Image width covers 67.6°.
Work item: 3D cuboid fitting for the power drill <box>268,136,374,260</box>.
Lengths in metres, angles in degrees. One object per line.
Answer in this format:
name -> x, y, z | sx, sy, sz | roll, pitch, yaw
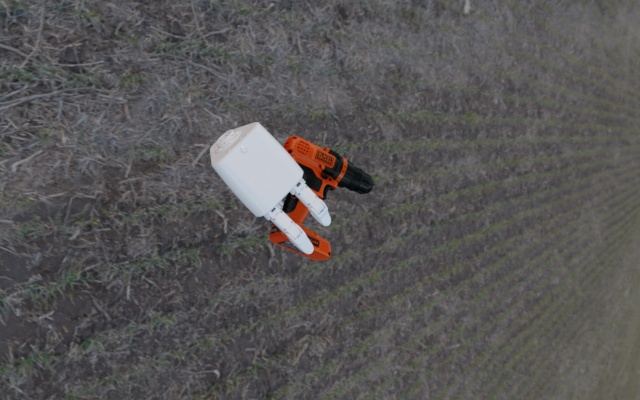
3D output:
power drill -> 0.000, 0.003, 0.817 | 0.184, 0.187, 0.057 | 24, -23, -22
